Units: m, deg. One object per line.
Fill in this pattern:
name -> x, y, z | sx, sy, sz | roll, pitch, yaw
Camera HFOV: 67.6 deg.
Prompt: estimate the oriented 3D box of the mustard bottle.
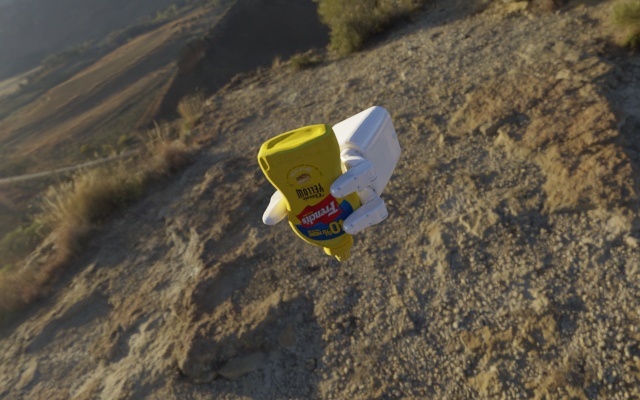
mustard bottle -> 0.000, 0.002, 0.613 | 0.096, 0.192, 0.058 | -16, 31, 13
